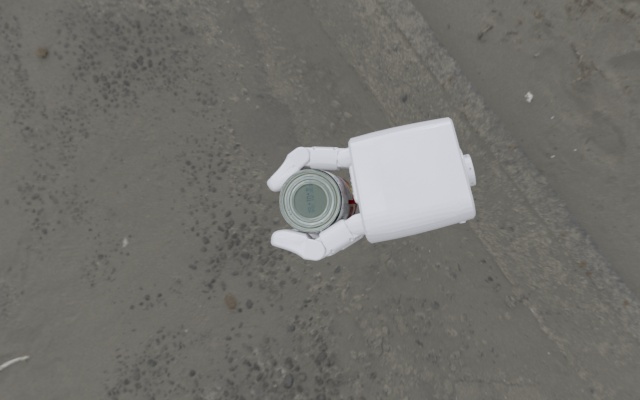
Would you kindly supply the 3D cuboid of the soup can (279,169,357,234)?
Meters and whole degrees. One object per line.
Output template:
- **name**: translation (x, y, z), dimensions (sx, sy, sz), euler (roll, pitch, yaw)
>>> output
- **soup can**: translation (0.000, 0.002, 0.529), dimensions (0.068, 0.068, 0.102), euler (0, -1, 12)
